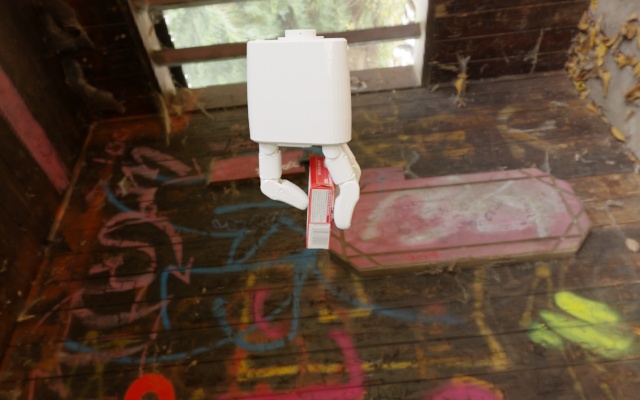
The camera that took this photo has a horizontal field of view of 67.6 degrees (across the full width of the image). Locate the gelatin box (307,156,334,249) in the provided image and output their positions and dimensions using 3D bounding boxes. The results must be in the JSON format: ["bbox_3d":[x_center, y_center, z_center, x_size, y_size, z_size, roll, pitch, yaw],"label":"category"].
[{"bbox_3d":[0.000,0.002,0.571,0.030,0.089,0.073,3,32,-2],"label":"gelatin box"}]
